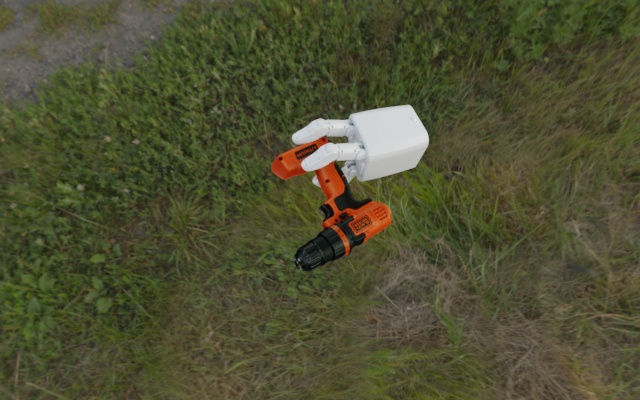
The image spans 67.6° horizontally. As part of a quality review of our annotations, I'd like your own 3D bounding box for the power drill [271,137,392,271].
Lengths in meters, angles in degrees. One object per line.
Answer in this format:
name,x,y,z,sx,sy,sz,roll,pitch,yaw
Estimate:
power drill,0.000,0.002,0.767,0.184,0.187,0.057,-27,-11,-28
